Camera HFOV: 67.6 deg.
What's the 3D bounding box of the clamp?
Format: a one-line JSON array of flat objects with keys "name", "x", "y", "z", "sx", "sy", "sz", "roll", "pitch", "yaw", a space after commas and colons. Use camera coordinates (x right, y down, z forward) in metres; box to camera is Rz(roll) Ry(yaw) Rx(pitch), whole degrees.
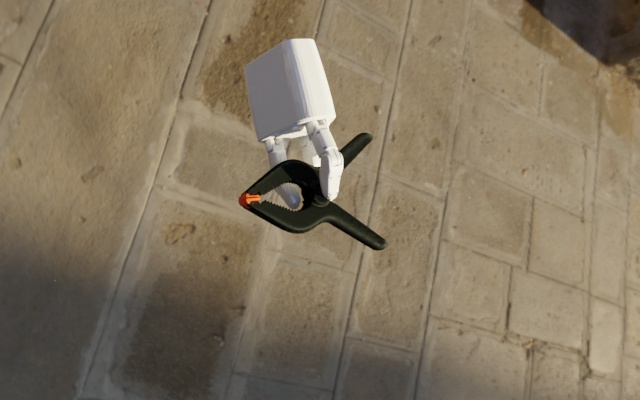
[{"name": "clamp", "x": 0.000, "y": 0.002, "z": 0.619, "sx": 0.210, "sy": 0.164, "sz": 0.036, "roll": -12, "pitch": -3, "yaw": -30}]
